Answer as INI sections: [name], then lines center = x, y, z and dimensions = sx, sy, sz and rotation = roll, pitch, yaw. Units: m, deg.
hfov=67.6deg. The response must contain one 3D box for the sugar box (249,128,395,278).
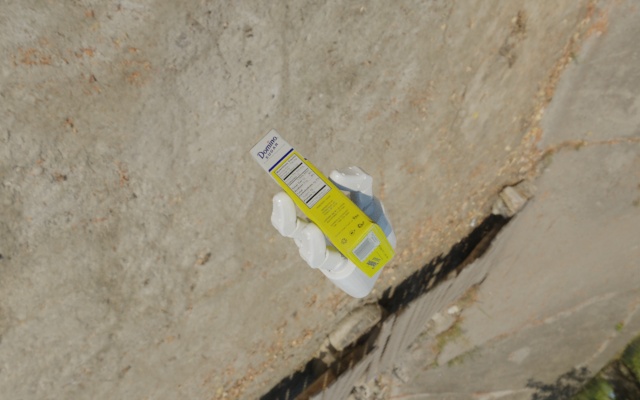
[sugar box]
center = 0.000, 0.002, 0.528
dimensions = 0.176, 0.048, 0.093
rotation = 42, -5, 32
